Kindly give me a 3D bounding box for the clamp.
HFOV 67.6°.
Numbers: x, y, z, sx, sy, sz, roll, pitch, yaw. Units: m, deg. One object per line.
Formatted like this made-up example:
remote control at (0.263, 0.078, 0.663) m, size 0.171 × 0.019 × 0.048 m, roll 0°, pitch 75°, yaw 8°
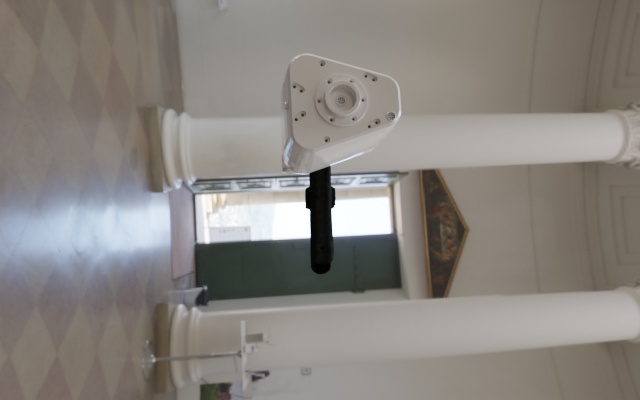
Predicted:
clamp at (0.001, 0.002, 0.550) m, size 0.039 × 0.171 × 0.120 m, roll -3°, pitch -5°, yaw -7°
